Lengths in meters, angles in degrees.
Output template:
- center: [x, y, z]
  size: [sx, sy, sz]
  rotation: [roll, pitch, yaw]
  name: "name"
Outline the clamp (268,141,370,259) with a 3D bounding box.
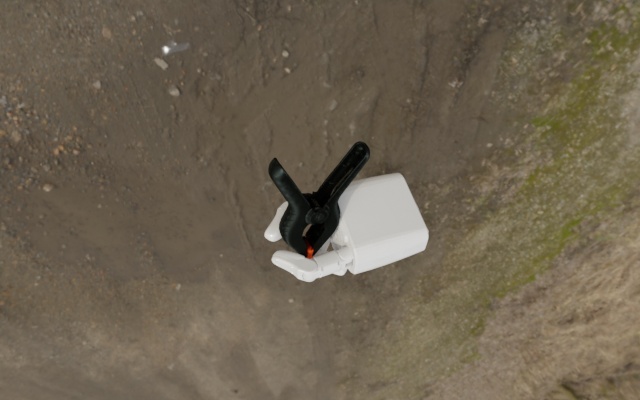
- center: [0.000, 0.002, 0.566]
  size: [0.120, 0.039, 0.172]
  rotation: [-15, -39, -14]
  name: "clamp"
